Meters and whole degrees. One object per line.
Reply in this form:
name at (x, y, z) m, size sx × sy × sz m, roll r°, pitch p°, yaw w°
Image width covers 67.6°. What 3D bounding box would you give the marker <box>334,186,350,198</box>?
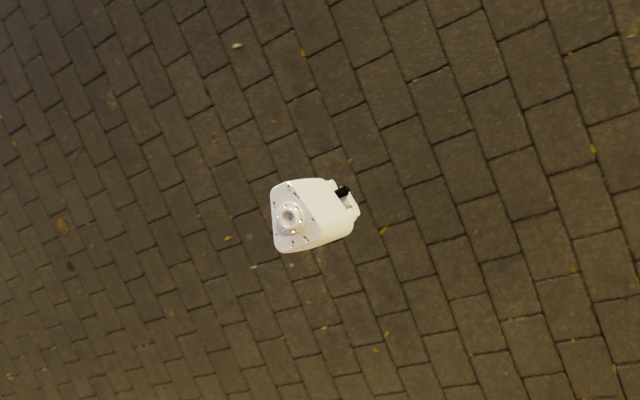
marker at (0.000, 0.003, 0.853) m, size 0.121 × 0.020 × 0.020 m, roll -25°, pitch -12°, yaw 28°
